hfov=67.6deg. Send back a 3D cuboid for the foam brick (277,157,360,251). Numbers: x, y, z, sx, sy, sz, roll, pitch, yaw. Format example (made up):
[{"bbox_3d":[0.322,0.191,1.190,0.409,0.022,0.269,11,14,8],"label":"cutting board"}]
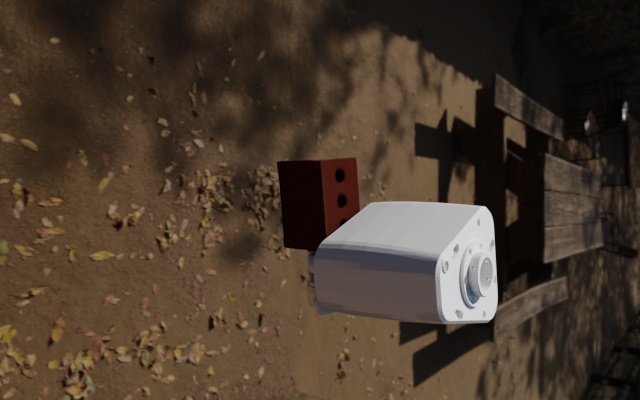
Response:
[{"bbox_3d":[0.000,0.001,0.422,0.051,0.078,0.053,-1,6,41],"label":"foam brick"}]
